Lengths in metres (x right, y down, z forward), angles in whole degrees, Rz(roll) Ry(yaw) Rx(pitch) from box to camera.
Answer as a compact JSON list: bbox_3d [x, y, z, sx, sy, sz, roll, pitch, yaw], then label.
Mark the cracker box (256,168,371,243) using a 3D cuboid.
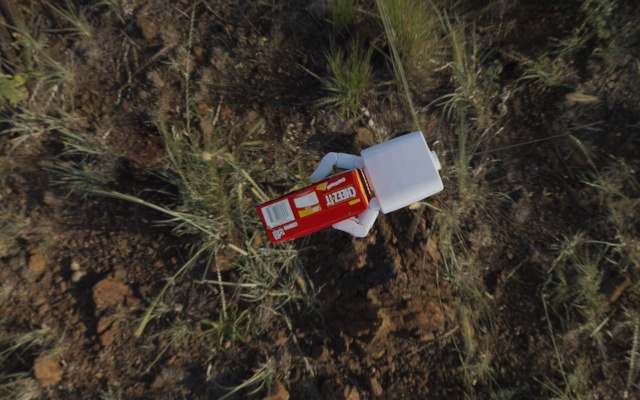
[{"bbox_3d":[0.000,0.003,0.825,0.164,0.072,0.213,-21,2,9],"label":"cracker box"}]
